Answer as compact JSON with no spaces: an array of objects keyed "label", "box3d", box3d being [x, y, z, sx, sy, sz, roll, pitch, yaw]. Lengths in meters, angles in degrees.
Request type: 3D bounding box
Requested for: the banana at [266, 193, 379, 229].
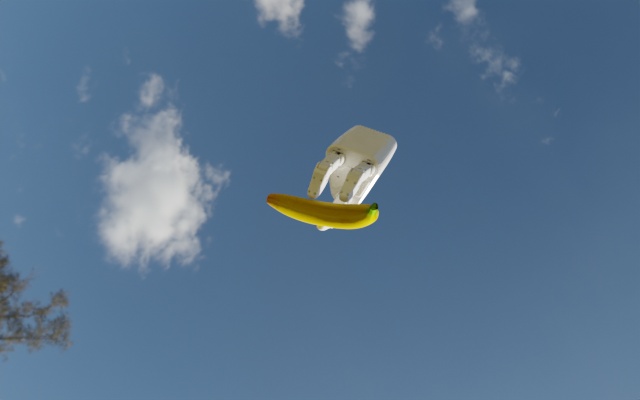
[{"label":"banana","box3d":[0.010,0.014,0.728,0.198,0.037,0.070,3,-36,32]}]
